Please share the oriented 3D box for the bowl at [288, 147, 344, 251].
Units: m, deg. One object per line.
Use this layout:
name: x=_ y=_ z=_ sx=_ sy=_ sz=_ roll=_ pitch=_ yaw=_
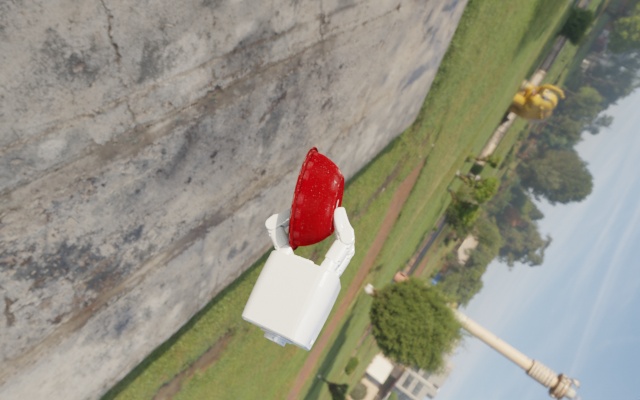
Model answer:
bowl: x=0.001 y=0.001 z=0.726 sx=0.055 sy=0.162 sz=0.162 roll=11 pitch=2 yaw=9
